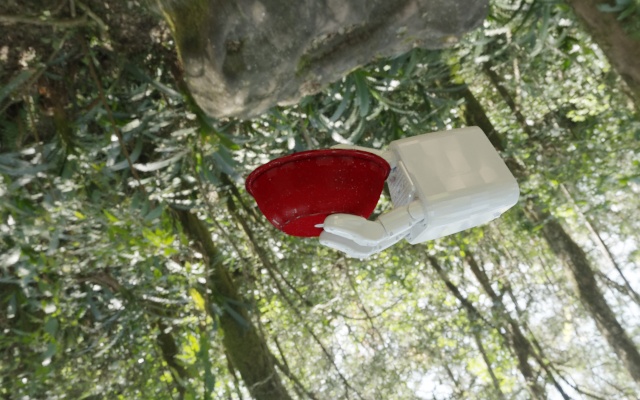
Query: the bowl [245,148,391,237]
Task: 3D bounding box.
[{"bbox_3d":[-0.001,0.002,0.521,0.162,0.055,0.162,-6,-19,-2],"label":"bowl"}]
